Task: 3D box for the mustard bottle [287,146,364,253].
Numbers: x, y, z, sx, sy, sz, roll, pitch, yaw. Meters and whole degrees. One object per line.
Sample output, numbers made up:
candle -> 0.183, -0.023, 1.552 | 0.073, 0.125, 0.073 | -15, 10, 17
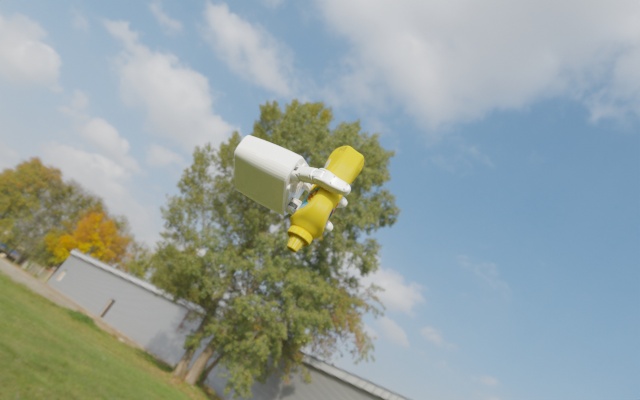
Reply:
mustard bottle -> 0.001, 0.003, 0.788 | 0.058, 0.191, 0.096 | 36, -24, -7
